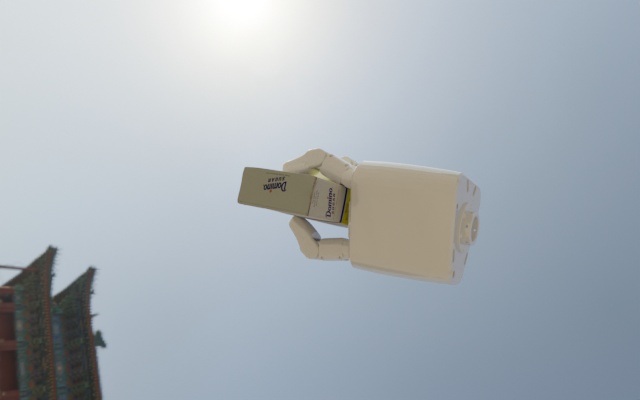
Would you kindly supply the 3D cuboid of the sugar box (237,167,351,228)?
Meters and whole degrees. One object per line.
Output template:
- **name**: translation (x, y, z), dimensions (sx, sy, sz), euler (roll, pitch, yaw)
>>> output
- **sugar box**: translation (0.000, 0.001, 0.540), dimensions (0.093, 0.048, 0.176), euler (9, -6, 32)
